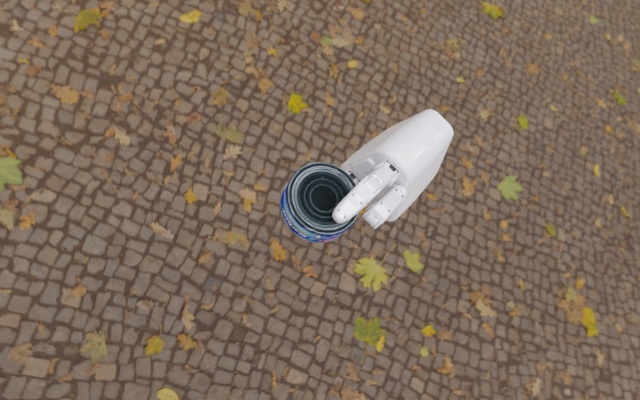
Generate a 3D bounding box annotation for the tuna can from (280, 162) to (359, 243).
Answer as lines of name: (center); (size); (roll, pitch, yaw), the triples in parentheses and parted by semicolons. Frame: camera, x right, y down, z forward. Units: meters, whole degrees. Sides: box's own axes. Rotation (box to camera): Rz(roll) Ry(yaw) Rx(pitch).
tuna can: (0.000, 0.002, 0.528); (0.086, 0.086, 0.034); (0, -18, -18)
